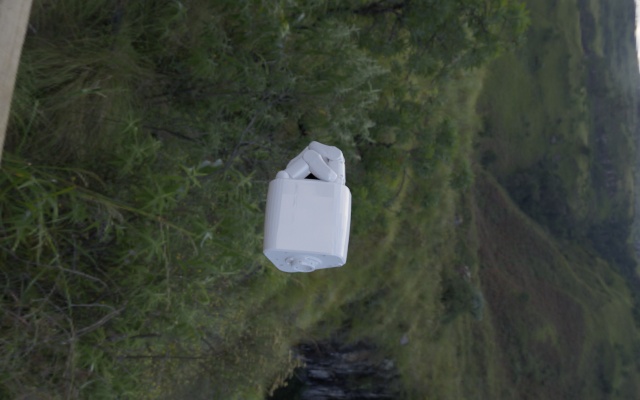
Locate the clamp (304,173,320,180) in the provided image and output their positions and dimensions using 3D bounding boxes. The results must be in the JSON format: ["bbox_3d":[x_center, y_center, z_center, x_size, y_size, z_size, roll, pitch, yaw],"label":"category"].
[{"bbox_3d":[0.001,0.002,0.768,0.039,0.120,0.171,-3,-27,14],"label":"clamp"}]
